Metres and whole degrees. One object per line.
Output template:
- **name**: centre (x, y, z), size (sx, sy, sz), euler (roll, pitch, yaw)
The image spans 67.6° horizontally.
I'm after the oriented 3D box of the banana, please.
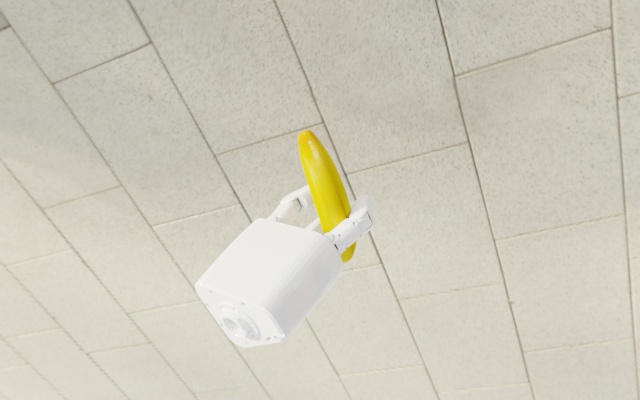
- **banana**: centre (0.011, 0.013, 0.552), size (0.037, 0.198, 0.069), euler (-30, 44, -18)
